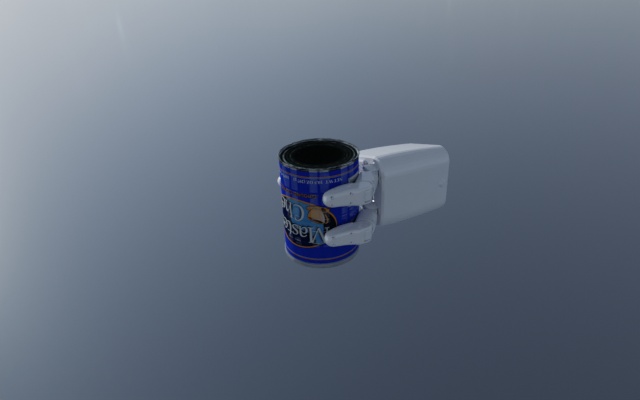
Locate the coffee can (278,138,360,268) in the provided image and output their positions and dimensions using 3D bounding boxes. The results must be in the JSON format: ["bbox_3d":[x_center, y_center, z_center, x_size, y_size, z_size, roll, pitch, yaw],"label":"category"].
[{"bbox_3d":[0.000,0.002,0.625,0.103,0.140,0.102,-2,28,1],"label":"coffee can"}]
